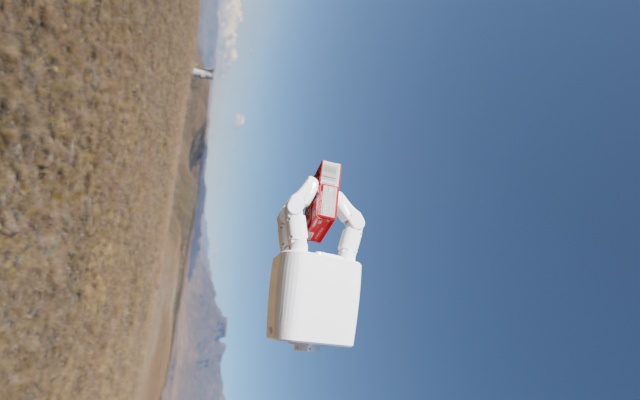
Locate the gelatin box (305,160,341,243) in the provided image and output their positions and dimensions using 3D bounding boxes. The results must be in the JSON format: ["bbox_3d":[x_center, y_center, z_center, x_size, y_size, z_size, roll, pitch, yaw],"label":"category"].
[{"bbox_3d":[0.001,0.002,0.641,0.030,0.089,0.073,13,-31,-11],"label":"gelatin box"}]
